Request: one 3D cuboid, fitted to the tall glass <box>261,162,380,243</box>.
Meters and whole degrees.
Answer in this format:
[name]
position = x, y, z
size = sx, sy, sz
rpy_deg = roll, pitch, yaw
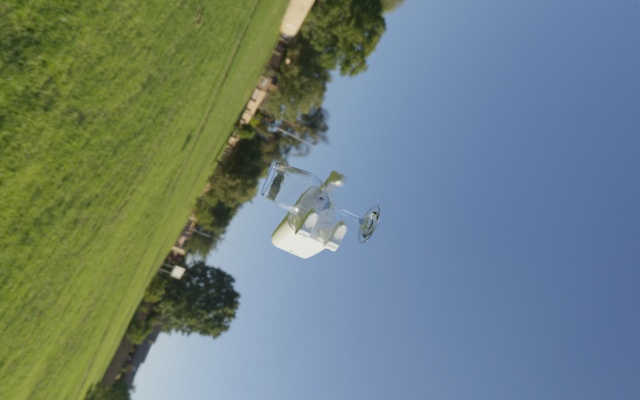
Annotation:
[tall glass]
position = 0.001, 0.003, 0.835
size = 0.201, 0.079, 0.079
rpy_deg = 25, -7, -15
